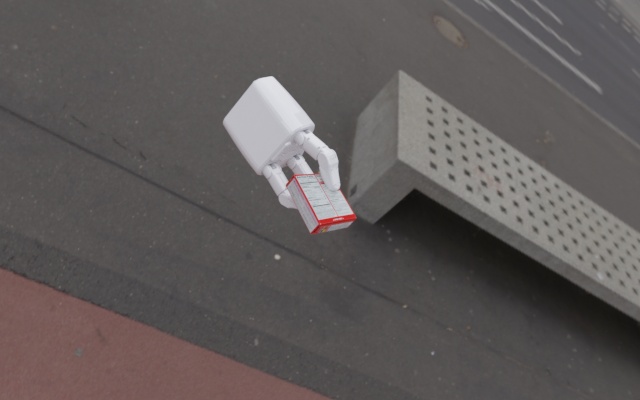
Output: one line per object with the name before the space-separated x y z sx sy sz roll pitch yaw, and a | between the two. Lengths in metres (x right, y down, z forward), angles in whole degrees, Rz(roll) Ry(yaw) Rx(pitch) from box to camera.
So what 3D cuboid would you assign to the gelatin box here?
gelatin box | 0.001 0.002 0.696 0.073 0.089 0.030 -8 -31 -42
